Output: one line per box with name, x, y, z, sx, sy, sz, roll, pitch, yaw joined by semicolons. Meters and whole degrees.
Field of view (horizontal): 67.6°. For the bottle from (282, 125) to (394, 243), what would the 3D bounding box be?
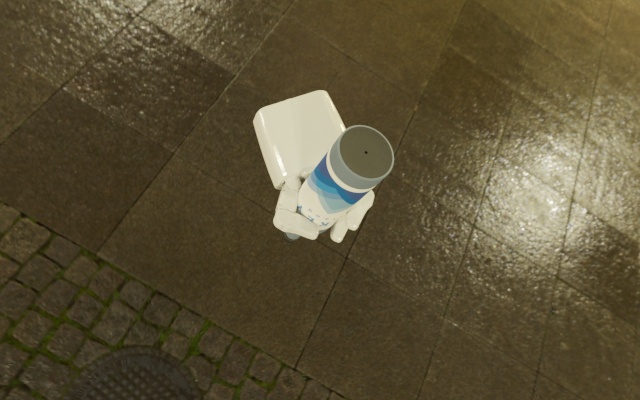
bottle;0.000;0.002;0.636;0.069;0.069;0.296;0;-21;-21
